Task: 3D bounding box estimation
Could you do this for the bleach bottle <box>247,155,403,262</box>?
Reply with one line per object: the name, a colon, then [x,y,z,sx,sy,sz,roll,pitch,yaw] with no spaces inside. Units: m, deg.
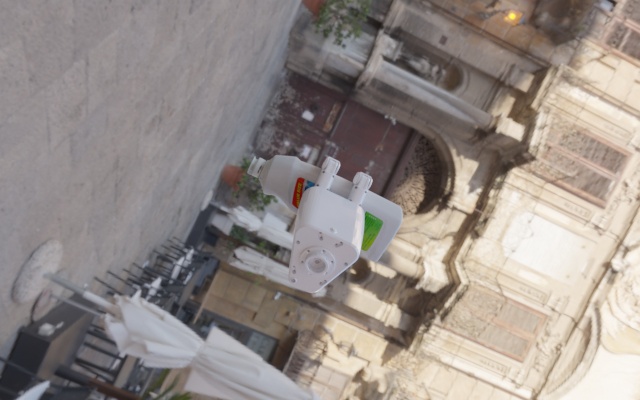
bleach bottle: [0.000,0.002,0.768,0.251,0.103,0.068,25,28,-6]
